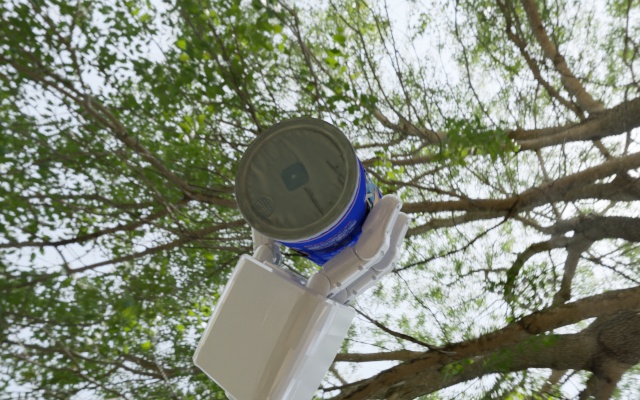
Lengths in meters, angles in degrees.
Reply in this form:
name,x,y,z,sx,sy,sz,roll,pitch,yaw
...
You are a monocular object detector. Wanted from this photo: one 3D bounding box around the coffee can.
name,x,y,z,sx,sy,sz,roll,pitch,yaw
coffee can,0.000,0.001,0.433,0.103,0.102,0.140,0,-17,19
